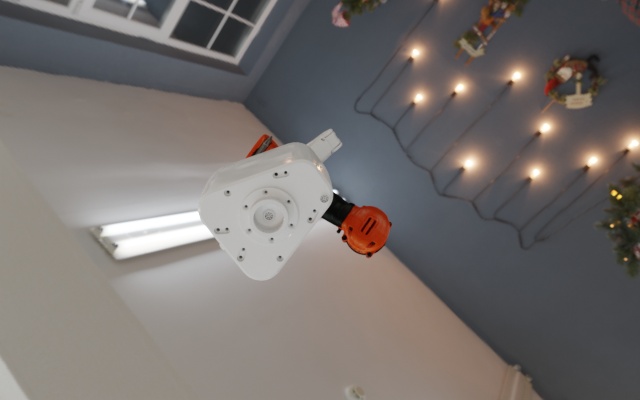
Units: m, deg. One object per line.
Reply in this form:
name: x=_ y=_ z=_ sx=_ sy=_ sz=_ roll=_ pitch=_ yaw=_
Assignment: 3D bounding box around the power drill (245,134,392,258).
power drill: x=0.000 y=0.002 z=0.584 sx=0.187 sy=0.057 sz=0.184 roll=32 pitch=-7 yaw=7
